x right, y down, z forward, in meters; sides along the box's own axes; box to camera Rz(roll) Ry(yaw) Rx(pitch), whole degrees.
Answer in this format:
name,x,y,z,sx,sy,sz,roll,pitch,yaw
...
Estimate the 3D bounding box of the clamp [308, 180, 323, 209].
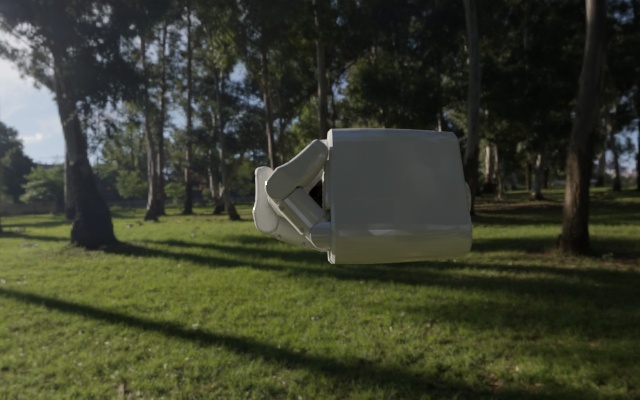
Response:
name,x,y,z,sx,sy,sz,roll,pitch,yaw
clamp,0.000,0.001,0.497,0.120,0.039,0.171,1,-4,0
